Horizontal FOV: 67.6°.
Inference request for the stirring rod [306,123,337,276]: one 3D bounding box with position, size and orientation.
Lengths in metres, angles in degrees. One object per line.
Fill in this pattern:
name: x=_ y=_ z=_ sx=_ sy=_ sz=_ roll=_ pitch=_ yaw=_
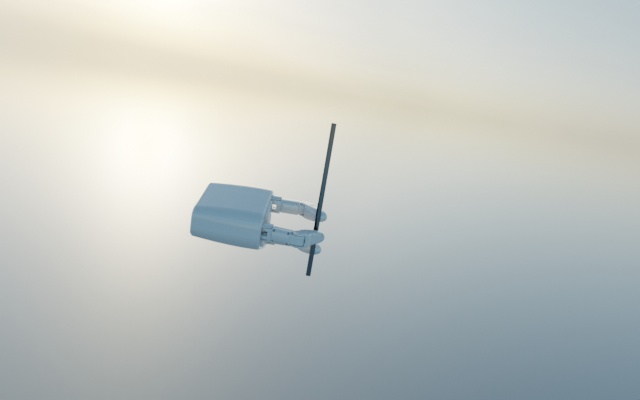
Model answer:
stirring rod: x=0.000 y=0.002 z=0.728 sx=0.011 sy=0.239 sz=0.011 roll=9 pitch=13 yaw=-2
